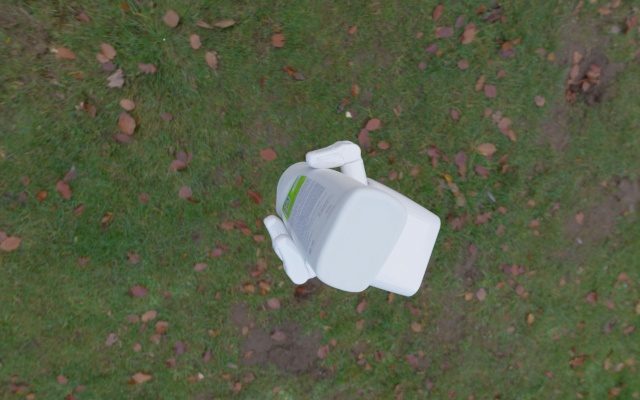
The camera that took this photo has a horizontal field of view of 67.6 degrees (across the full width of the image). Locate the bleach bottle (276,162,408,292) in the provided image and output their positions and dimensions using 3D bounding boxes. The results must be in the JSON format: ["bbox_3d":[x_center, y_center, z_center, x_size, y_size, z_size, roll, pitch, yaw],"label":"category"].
[{"bbox_3d":[0.000,0.002,0.537,0.068,0.102,0.250,24,9,-23],"label":"bleach bottle"}]
